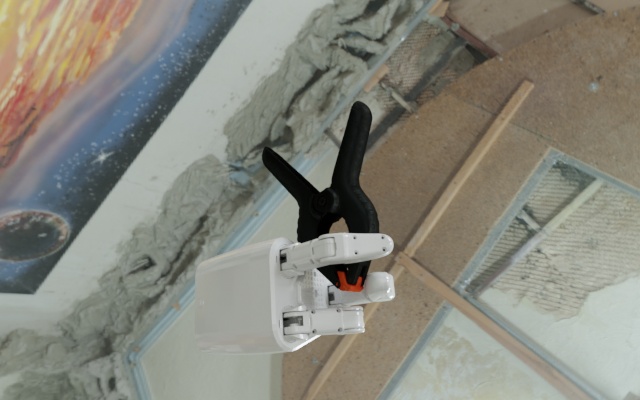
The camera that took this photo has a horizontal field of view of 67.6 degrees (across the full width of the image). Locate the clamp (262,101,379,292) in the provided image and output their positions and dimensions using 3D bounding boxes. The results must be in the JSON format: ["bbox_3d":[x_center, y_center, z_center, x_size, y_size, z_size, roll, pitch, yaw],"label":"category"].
[{"bbox_3d":[0.001,0.002,0.443,0.120,0.171,0.039,-16,-21,33],"label":"clamp"}]
